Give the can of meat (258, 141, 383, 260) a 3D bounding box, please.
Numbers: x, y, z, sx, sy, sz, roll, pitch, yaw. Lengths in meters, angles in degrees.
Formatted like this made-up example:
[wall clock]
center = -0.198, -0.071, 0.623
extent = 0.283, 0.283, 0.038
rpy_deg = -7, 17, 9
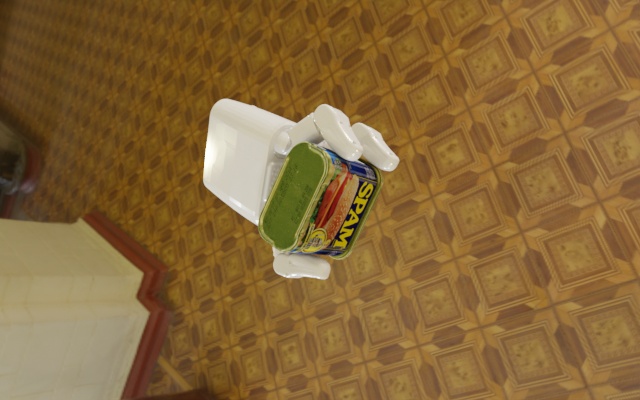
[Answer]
[can of meat]
center = 0.000, 0.002, 0.442
extent = 0.057, 0.102, 0.084
rpy_deg = 32, 13, 37
